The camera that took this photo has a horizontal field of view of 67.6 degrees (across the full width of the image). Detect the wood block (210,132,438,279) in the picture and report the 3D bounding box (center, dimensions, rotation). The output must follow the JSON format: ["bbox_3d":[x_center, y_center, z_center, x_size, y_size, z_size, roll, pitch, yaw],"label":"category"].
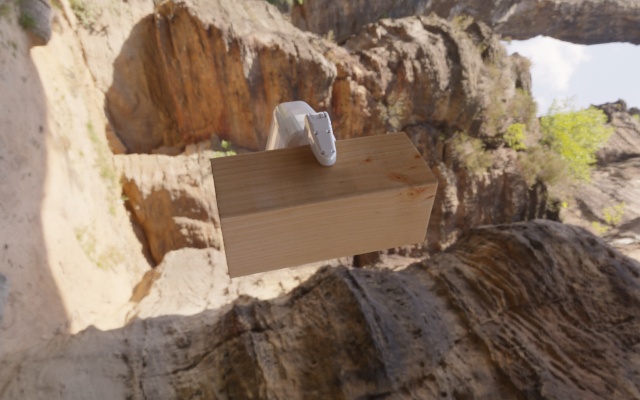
[{"bbox_3d":[0.000,0.001,0.489,0.206,0.091,0.090,-10,44,-11],"label":"wood block"}]
